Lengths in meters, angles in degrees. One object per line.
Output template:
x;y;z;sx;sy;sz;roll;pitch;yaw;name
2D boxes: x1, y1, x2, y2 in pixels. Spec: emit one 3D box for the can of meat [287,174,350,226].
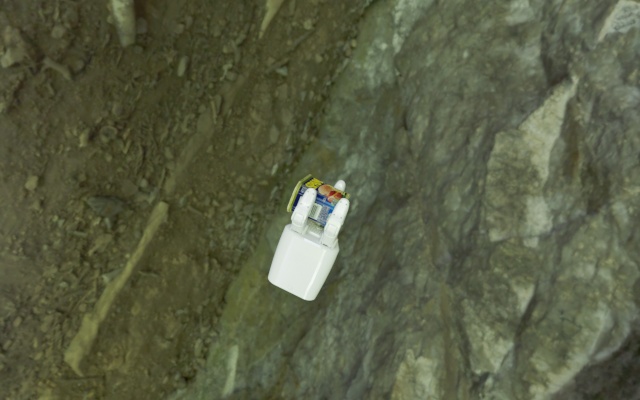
0.000;0.003;0.821;0.084;0.057;0.102;25;16;7;can of meat
